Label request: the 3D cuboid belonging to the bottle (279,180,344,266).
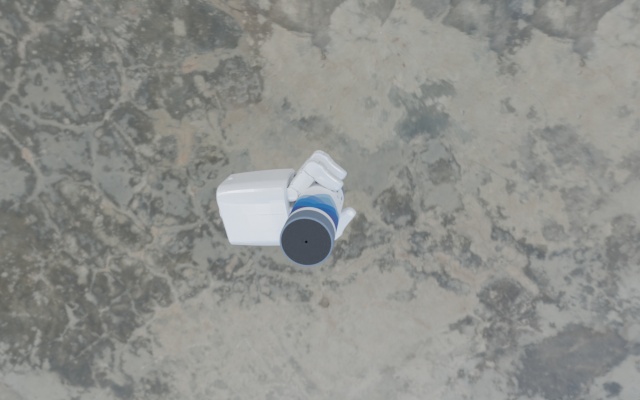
[{"bbox_3d":[0.000,0.002,0.717,0.069,0.069,0.295,0,19,7],"label":"bottle"}]
